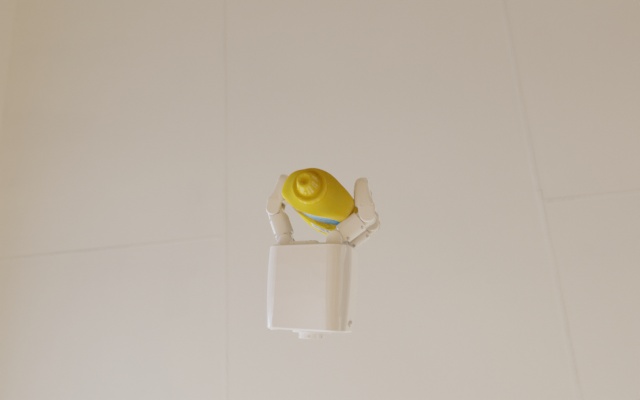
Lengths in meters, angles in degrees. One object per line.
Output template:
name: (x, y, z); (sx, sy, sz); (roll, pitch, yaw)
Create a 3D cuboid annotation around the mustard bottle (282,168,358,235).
mustard bottle: (0.000, 0.002, 0.625); (0.096, 0.058, 0.192); (24, -9, 17)
